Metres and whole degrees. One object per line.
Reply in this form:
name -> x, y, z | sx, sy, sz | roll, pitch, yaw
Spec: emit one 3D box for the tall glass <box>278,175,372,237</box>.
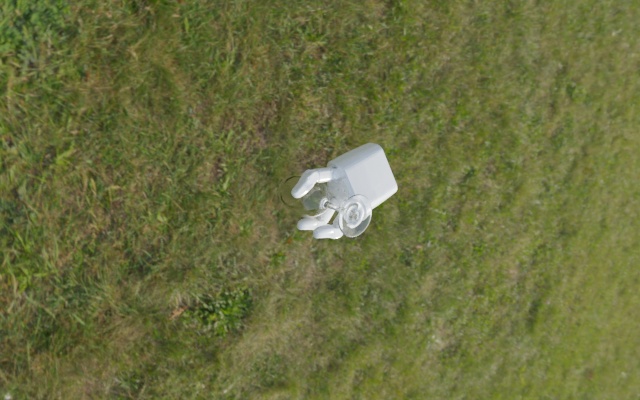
tall glass -> 0.000, 0.003, 0.878 | 0.079, 0.079, 0.201 | 0, 13, -38
